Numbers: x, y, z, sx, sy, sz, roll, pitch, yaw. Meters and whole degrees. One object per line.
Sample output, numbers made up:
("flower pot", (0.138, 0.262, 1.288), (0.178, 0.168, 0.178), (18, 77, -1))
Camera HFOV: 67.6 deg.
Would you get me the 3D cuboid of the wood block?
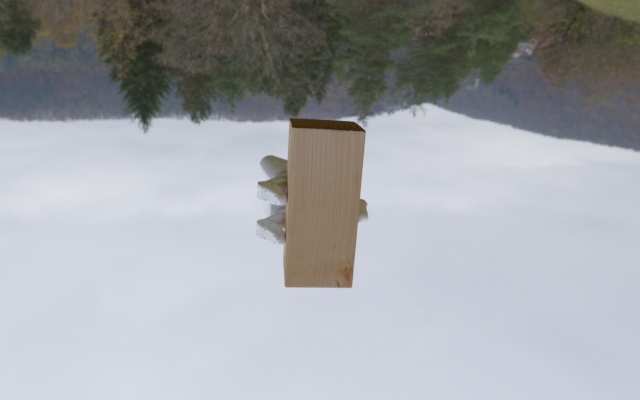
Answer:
("wood block", (0.000, 0.002, 0.629), (0.091, 0.206, 0.090), (1, 17, -7))
